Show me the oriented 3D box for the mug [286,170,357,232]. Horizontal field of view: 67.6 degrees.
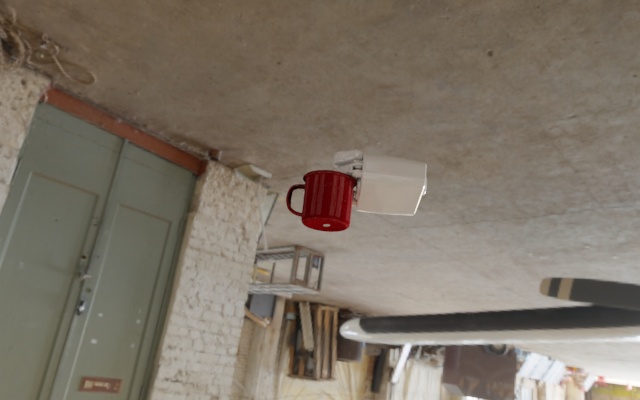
[{"bbox_3d":[-0.001,0.003,0.802,0.117,0.081,0.093,6,-19,2],"label":"mug"}]
